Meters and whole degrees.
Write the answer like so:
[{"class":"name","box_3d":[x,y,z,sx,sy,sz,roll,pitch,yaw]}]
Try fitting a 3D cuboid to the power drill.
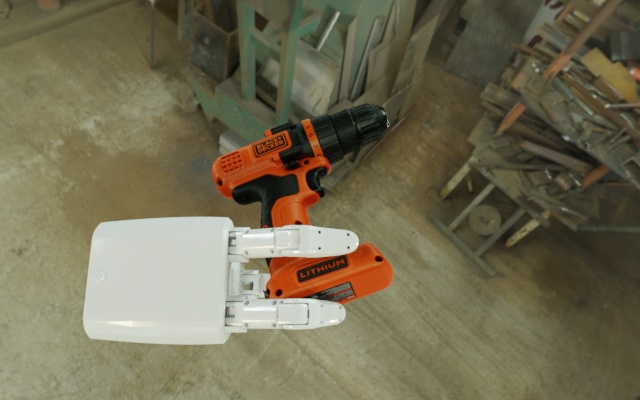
[{"class":"power drill","box_3d":[0.000,0.002,0.443,0.184,0.187,0.057,-22,-35,3]}]
